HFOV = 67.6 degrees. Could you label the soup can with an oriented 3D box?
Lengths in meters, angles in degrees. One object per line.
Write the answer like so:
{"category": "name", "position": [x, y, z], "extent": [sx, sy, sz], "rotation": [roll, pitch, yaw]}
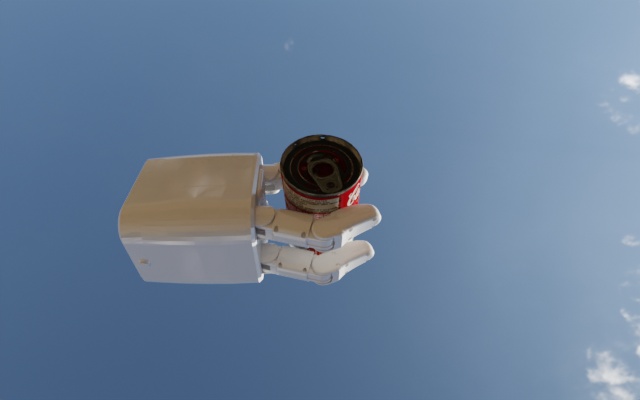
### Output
{"category": "soup can", "position": [0.001, 0.001, 0.427], "extent": [0.068, 0.068, 0.102], "rotation": [0, -39, -1]}
